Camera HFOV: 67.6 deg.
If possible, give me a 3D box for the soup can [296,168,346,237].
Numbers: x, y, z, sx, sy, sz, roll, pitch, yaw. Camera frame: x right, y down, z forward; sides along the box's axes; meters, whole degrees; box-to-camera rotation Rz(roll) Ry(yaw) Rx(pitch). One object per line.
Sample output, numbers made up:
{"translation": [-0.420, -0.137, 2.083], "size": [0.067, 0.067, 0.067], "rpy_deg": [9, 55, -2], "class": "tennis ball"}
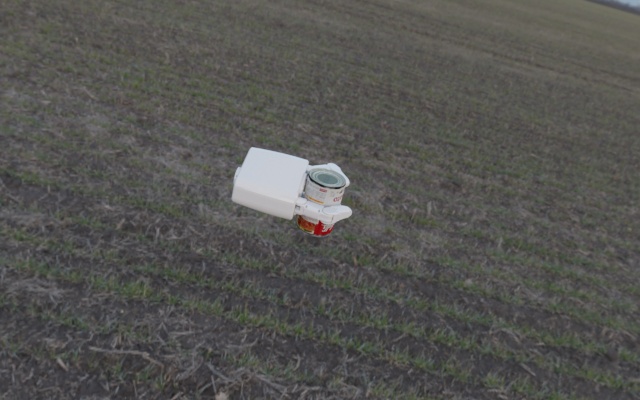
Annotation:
{"translation": [0.001, 0.003, 0.829], "size": [0.068, 0.102, 0.068], "rpy_deg": [12, 30, -7], "class": "soup can"}
